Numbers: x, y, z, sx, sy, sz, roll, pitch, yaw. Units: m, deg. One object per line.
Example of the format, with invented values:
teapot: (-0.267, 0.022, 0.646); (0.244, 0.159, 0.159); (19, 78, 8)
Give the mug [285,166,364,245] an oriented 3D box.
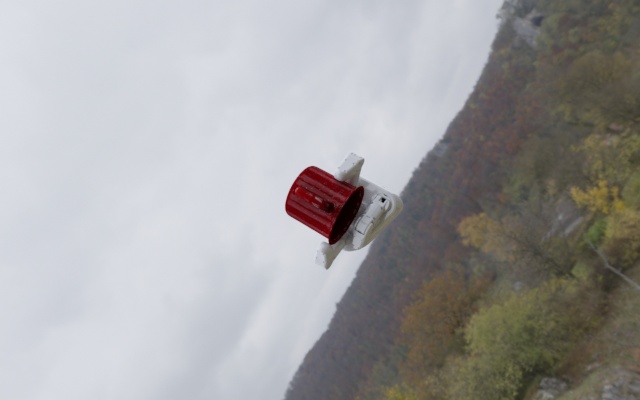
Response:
mug: (-0.001, 0.002, 0.661); (0.081, 0.093, 0.117); (29, 5, 17)
